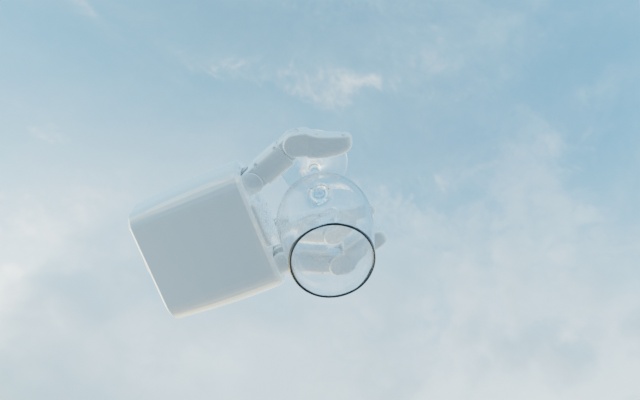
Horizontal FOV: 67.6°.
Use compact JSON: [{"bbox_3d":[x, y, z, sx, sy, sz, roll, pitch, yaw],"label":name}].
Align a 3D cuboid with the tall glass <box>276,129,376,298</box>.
[{"bbox_3d":[0.000,0.001,0.422,0.079,0.079,0.201,0,25,-6],"label":"tall glass"}]
